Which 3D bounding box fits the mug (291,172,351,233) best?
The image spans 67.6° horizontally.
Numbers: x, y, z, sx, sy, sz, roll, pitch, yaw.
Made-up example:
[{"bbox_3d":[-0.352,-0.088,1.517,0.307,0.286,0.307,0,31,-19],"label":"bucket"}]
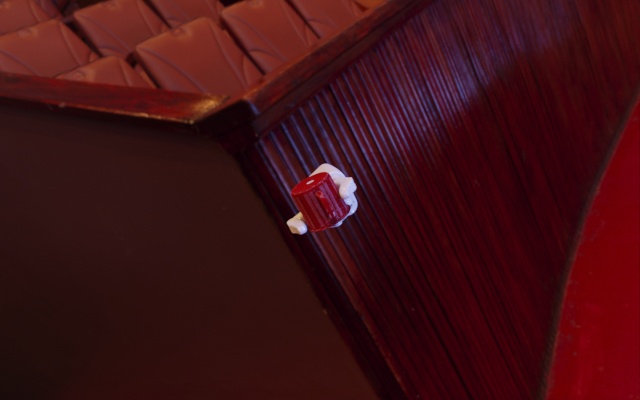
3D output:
[{"bbox_3d":[0.000,0.003,0.875,0.093,0.081,0.117,-30,18,-4],"label":"mug"}]
